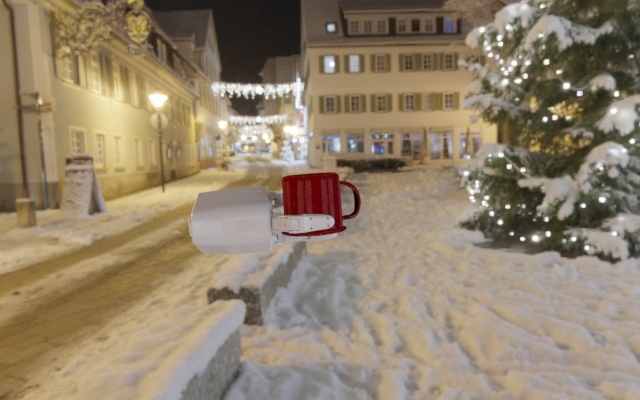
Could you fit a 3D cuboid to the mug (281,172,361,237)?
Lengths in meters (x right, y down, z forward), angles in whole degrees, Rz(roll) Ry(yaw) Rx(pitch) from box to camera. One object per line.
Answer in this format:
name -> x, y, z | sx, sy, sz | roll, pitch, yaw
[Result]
mug -> 0.002, 0.002, 0.677 | 0.117, 0.081, 0.093 | -5, 5, -8
